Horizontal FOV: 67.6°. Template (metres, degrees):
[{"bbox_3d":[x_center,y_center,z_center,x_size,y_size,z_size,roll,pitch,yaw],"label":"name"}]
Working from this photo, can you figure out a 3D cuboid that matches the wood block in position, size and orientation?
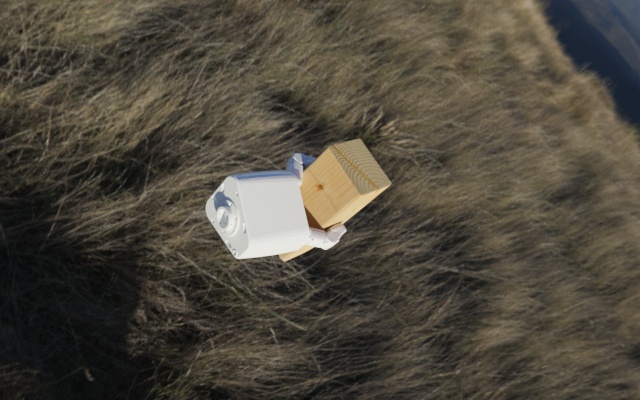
[{"bbox_3d":[0.000,0.003,0.772,0.090,0.091,0.206,-20,-17,-50],"label":"wood block"}]
